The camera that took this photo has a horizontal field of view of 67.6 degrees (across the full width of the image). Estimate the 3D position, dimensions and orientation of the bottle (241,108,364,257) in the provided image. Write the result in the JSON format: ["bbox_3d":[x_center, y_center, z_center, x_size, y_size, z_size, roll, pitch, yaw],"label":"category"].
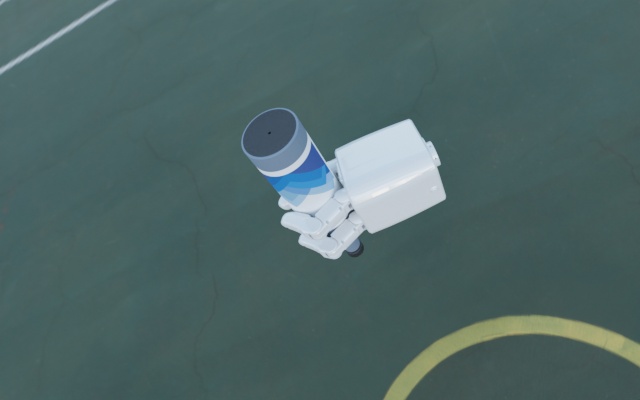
[{"bbox_3d":[0.000,0.002,0.612,0.069,0.069,0.296,0,-30,25],"label":"bottle"}]
